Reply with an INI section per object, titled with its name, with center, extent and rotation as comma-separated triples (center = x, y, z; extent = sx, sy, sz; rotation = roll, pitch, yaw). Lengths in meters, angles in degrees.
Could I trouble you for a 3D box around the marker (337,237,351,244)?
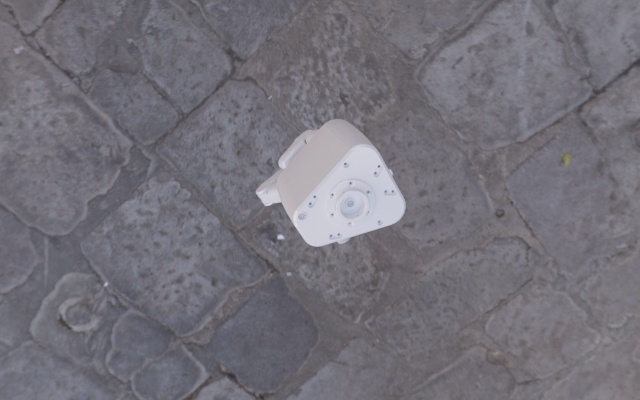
[marker]
center = 0.000, 0.002, 0.573
extent = 0.020, 0.121, 0.020
rotation = -27, 24, 13
